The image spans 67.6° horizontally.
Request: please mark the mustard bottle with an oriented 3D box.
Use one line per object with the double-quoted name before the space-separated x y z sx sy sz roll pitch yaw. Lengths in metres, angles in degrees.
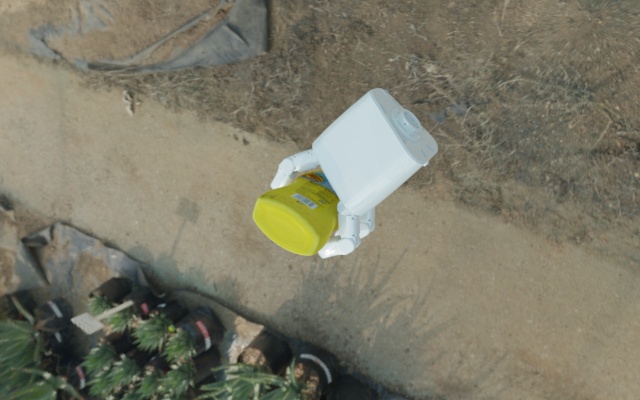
"mustard bottle" 0.000 0.002 0.643 0.096 0.058 0.191 30 30 17
